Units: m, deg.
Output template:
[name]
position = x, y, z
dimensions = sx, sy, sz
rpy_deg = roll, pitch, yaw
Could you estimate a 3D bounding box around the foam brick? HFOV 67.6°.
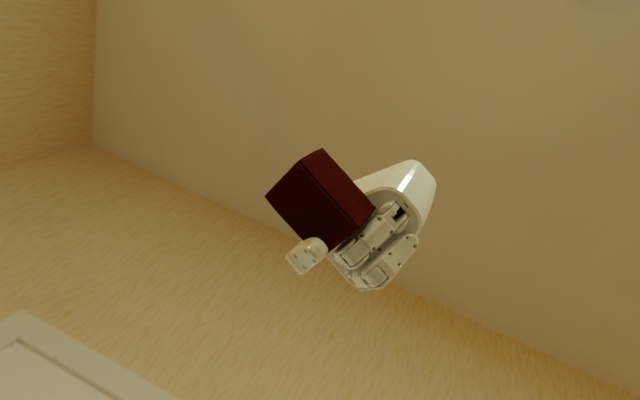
[foam brick]
position = 0.000, 0.001, 0.430
dimensions = 0.053, 0.078, 0.051
rpy_deg = -40, 2, 32
